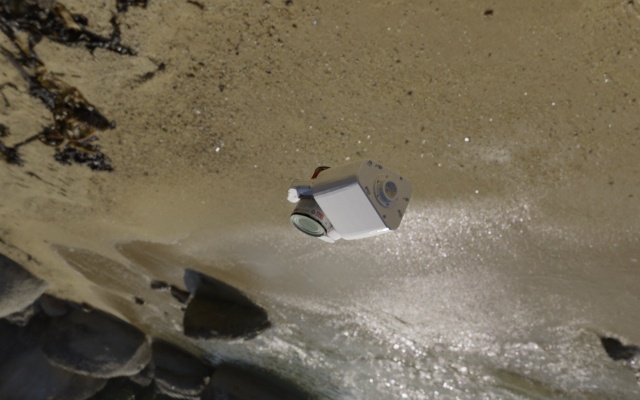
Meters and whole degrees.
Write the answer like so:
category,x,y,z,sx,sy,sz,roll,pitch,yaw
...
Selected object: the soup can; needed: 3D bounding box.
category,x,y,z,sx,sy,sz,roll,pitch,yaw
soup can,0.000,0.003,0.802,0.068,0.102,0.068,21,-28,12
